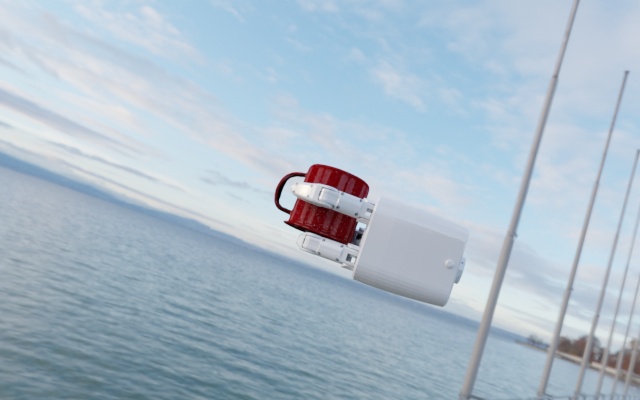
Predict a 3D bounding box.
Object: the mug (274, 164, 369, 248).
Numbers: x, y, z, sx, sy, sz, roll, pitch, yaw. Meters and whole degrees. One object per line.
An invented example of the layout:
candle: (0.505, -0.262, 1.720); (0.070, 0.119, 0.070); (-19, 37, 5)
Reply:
mug: (-0.001, 0.001, 0.597); (0.117, 0.081, 0.093); (20, -8, 8)
